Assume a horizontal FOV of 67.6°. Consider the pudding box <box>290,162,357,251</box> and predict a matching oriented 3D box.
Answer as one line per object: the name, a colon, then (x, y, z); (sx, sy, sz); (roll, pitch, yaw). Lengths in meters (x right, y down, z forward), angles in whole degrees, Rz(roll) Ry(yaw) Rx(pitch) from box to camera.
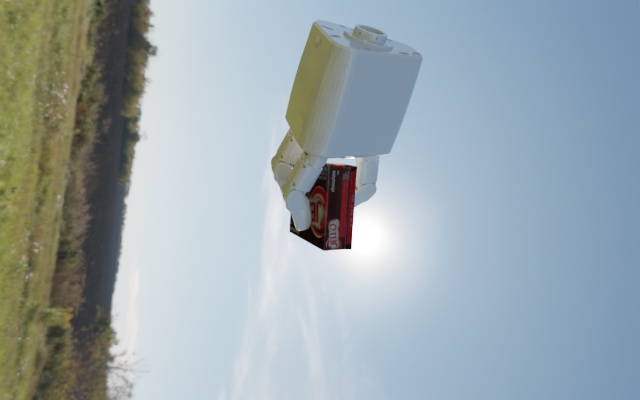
pudding box: (0.000, 0.002, 0.536); (0.039, 0.090, 0.113); (2, 6, -21)
